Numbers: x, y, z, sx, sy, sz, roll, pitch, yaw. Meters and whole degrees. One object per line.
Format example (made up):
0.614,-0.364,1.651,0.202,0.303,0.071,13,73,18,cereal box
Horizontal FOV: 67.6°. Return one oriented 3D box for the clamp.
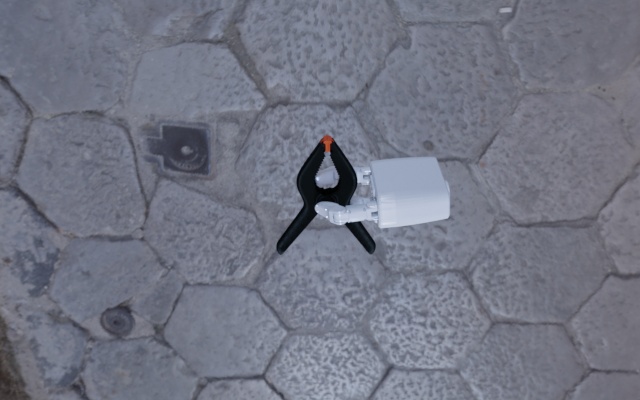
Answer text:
0.000,0.002,0.757,0.164,0.210,0.036,-7,26,1,clamp
